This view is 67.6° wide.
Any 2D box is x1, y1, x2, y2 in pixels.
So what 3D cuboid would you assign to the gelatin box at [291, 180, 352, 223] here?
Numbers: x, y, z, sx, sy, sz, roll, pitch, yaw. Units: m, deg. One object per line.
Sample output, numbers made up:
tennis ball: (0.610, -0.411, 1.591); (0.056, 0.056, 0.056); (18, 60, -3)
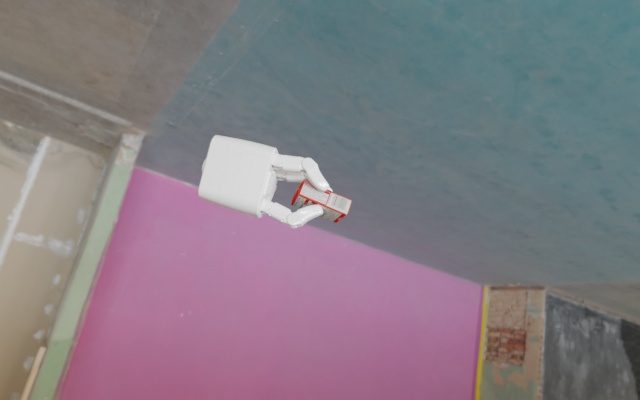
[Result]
gelatin box: (0.000, 0.003, 0.796); (0.089, 0.030, 0.073); (23, -17, -5)
